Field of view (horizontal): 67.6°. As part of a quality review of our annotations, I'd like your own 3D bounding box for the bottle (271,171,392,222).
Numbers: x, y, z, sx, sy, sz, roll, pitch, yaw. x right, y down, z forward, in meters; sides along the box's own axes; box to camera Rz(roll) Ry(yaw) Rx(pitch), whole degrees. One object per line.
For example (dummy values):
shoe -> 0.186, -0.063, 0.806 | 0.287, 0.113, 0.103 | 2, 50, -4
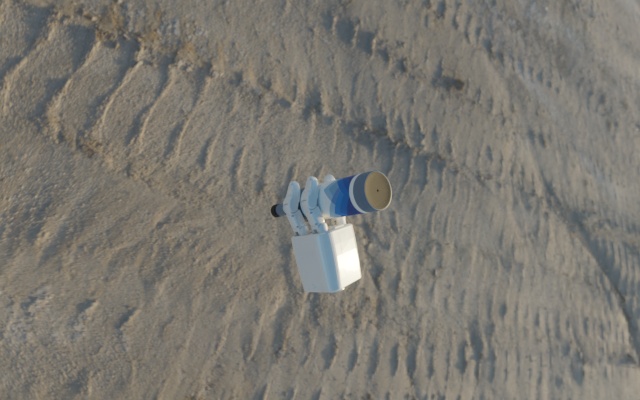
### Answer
bottle -> 0.000, 0.003, 0.885 | 0.069, 0.069, 0.296 | 0, -7, -40
